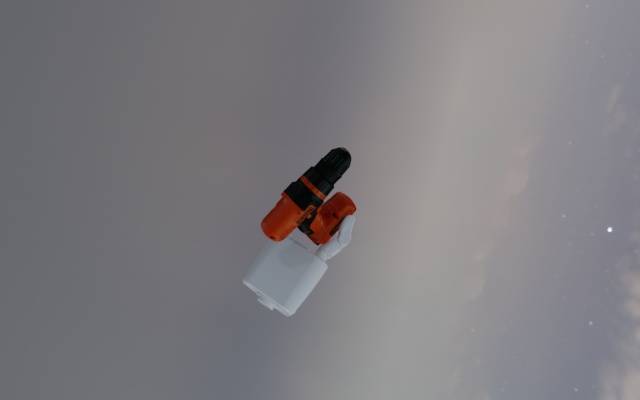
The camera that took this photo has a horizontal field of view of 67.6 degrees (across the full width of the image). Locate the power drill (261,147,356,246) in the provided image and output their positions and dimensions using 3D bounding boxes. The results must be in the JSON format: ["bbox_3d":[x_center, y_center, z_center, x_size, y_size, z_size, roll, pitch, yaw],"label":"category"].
[{"bbox_3d":[0.000,0.003,0.811,0.057,0.184,0.188,47,5,23],"label":"power drill"}]
